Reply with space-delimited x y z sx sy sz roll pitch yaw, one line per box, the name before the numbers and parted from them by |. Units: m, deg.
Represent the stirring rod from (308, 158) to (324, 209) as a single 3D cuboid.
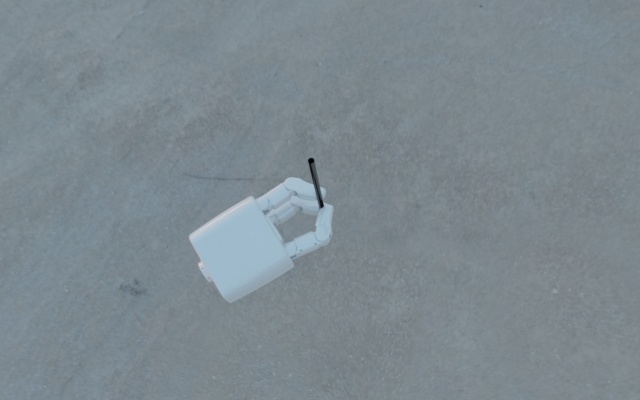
stirring rod | 0.000 0.002 0.681 0.011 0.011 0.240 0 -25 6
